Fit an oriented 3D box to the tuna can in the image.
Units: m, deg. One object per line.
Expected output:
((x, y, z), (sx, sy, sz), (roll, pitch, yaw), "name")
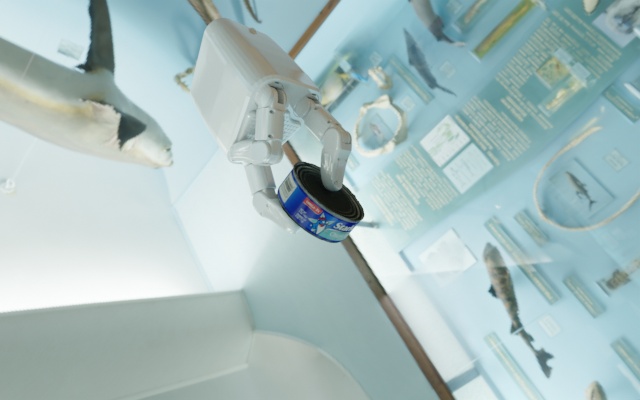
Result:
((0.000, 0.002, 0.474), (0.086, 0.034, 0.086), (33, 22, -15), "tuna can")
